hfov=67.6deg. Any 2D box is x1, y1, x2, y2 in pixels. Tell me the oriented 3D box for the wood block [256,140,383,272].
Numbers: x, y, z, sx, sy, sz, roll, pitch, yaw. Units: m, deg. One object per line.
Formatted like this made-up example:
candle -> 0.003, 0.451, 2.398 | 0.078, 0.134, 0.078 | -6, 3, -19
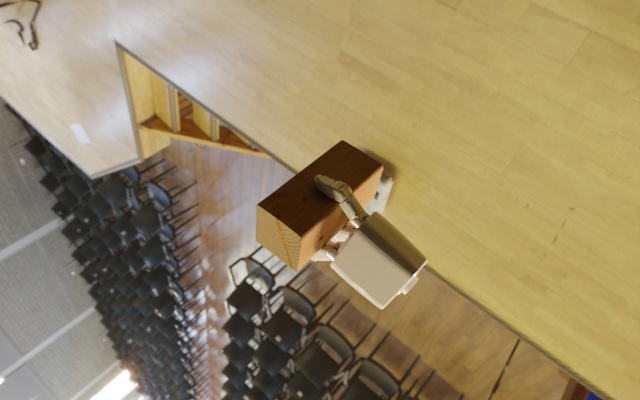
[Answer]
wood block -> 0.000, 0.003, 0.765 | 0.090, 0.091, 0.206 | 35, 52, 20
